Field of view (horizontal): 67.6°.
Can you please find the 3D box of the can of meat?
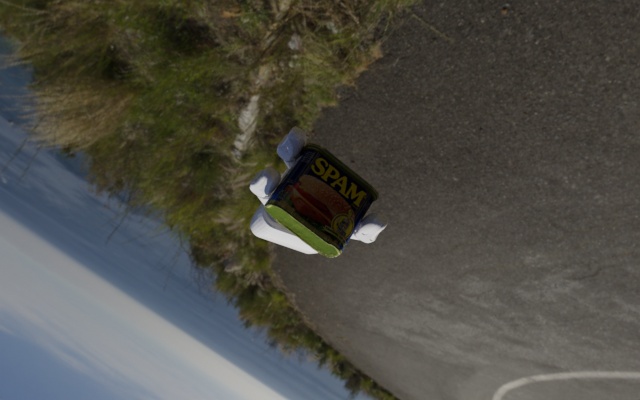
[{"bbox_3d":[0.000,0.002,0.529,0.102,0.084,0.057,38,-21,-11],"label":"can of meat"}]
